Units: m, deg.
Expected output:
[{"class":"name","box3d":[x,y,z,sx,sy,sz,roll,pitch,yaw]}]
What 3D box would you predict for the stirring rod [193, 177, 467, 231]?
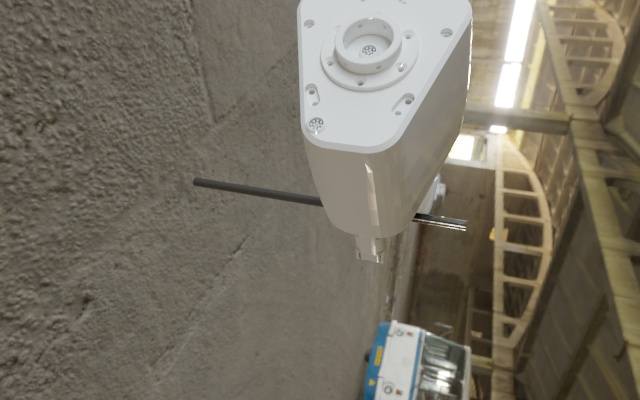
[{"class":"stirring rod","box3d":[0.000,0.001,0.407,0.239,0.011,0.011,9,2,15]}]
